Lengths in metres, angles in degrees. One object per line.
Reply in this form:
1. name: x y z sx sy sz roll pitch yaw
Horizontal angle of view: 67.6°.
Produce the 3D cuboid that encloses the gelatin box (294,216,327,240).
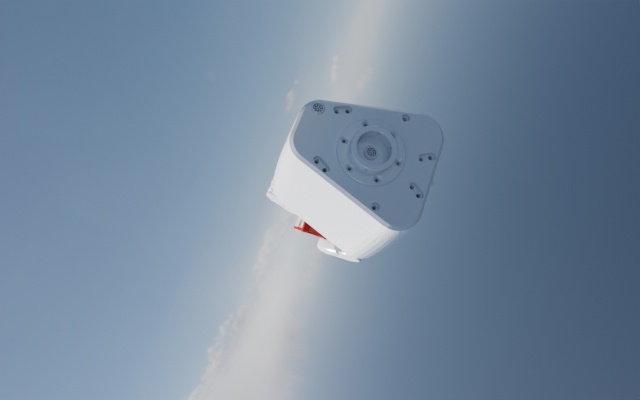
1. gelatin box: 0.000 0.002 0.513 0.030 0.073 0.089 20 -4 -7
